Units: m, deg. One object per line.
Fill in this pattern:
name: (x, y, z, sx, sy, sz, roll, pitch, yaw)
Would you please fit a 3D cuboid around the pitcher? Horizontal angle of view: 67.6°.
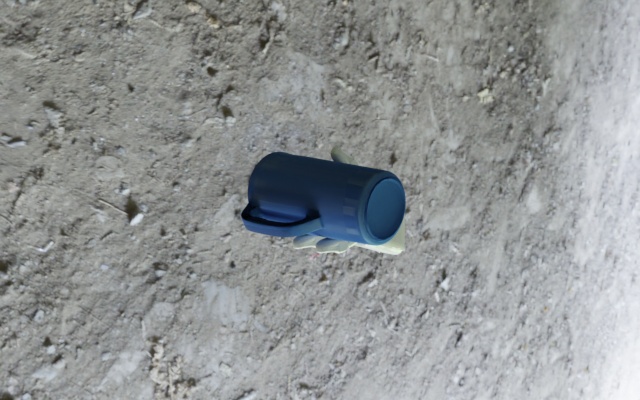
pitcher: (0.000, 0.002, 0.743, 0.243, 0.149, 0.145, 10, -9, 45)
